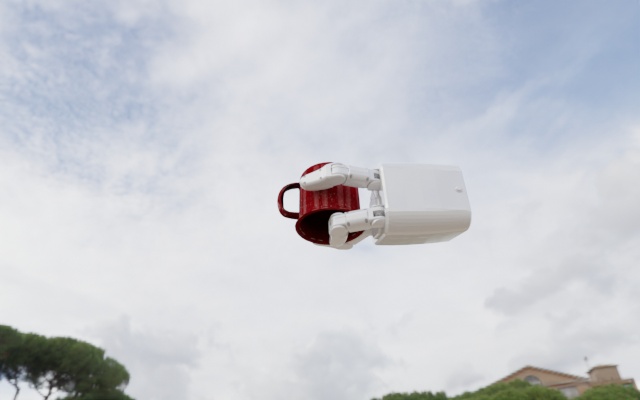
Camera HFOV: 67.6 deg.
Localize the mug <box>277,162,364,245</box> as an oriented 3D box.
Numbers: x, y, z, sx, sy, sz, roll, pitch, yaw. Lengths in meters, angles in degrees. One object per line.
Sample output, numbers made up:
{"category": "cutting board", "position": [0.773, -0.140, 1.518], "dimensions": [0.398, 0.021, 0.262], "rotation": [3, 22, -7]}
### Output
{"category": "mug", "position": [-0.001, 0.002, 0.645], "dimensions": [0.117, 0.081, 0.093], "rotation": [2, -35, -5]}
